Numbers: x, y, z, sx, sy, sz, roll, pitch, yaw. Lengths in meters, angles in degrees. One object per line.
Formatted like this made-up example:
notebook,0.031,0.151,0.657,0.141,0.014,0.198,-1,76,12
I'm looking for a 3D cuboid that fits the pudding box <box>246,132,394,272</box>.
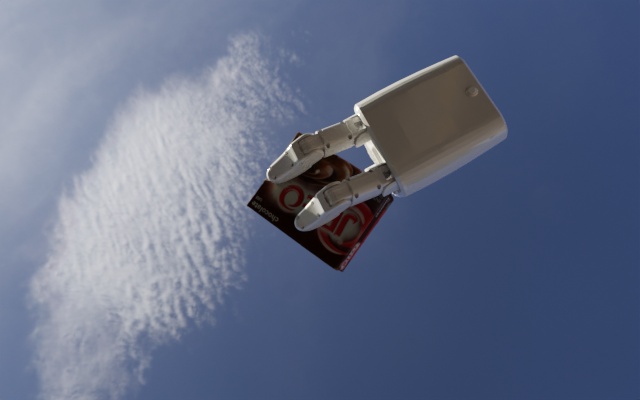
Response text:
pudding box,0.000,0.002,0.463,0.113,0.090,0.039,34,-4,19
